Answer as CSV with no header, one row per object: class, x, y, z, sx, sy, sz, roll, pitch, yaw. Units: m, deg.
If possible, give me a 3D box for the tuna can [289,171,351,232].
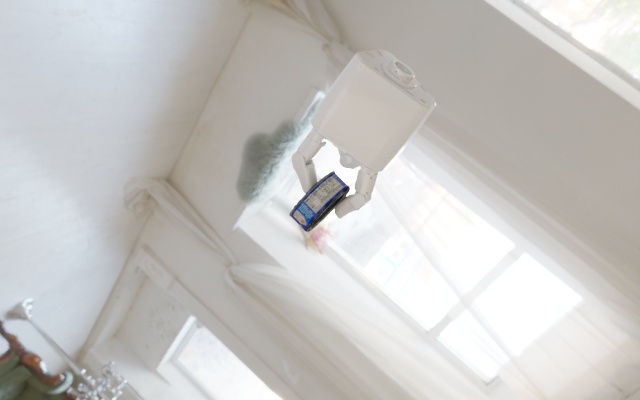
tuna can,0.000,0.003,0.639,0.086,0.034,0.086,-44,-7,-7
